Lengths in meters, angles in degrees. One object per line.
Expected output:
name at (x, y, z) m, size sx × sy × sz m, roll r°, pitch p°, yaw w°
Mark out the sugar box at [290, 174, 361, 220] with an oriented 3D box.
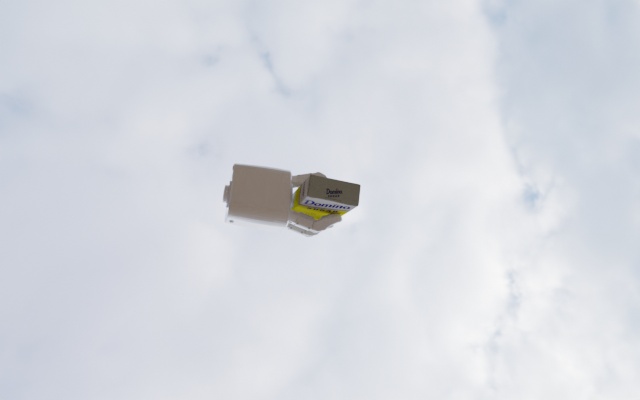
sugar box at (0.000, 0.003, 0.876) m, size 0.093 × 0.048 × 0.176 m, roll 11°, pitch -13°, yaw -13°
